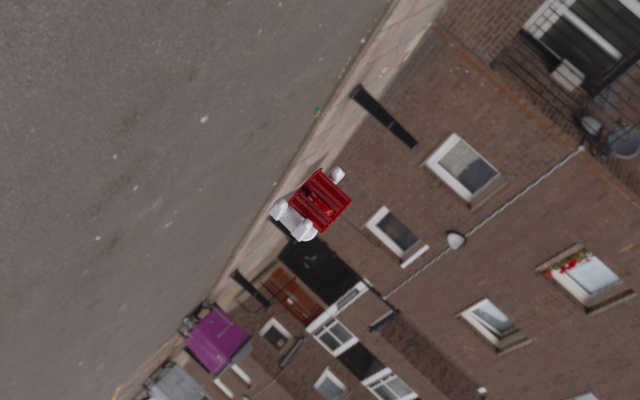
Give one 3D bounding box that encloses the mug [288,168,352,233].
[{"bbox_3d":[0.000,0.003,0.825,0.081,0.093,0.117,43,0,2],"label":"mug"}]
